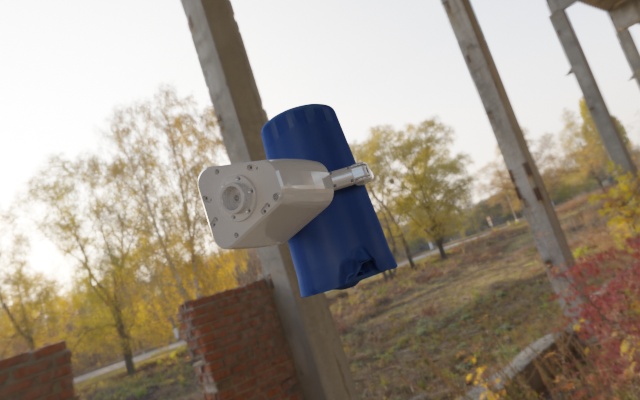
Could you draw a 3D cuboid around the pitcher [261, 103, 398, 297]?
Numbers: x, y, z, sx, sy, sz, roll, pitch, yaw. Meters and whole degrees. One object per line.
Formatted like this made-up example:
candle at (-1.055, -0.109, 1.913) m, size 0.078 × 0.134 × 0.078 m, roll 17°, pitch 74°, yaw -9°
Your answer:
pitcher at (0.000, 0.002, 0.654) m, size 0.149 × 0.243 × 0.145 m, roll -22°, pitch -9°, yaw 27°
